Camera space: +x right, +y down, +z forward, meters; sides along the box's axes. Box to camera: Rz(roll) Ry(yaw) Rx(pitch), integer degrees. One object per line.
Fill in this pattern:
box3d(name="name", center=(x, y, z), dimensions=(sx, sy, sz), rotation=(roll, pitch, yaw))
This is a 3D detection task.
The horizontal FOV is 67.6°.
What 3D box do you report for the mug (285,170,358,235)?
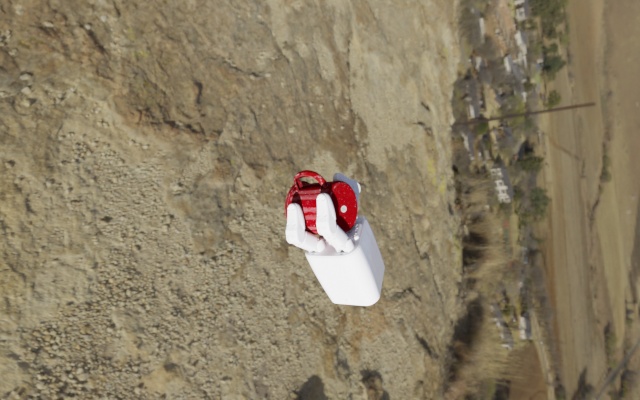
box3d(name="mug", center=(0.000, 0.001, 0.743), dimensions=(0.081, 0.117, 0.093), rotation=(-4, 32, 37))
